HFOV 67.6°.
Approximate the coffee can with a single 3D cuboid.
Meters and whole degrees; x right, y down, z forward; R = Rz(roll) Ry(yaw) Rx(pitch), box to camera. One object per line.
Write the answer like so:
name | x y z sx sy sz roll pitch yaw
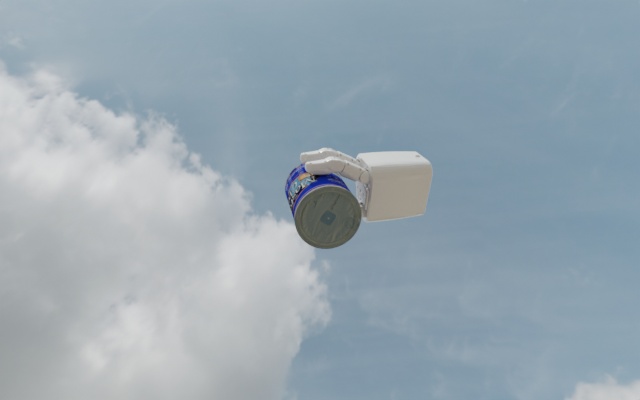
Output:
coffee can | 0.000 0.003 0.779 0.103 0.103 0.140 0 21 -11
